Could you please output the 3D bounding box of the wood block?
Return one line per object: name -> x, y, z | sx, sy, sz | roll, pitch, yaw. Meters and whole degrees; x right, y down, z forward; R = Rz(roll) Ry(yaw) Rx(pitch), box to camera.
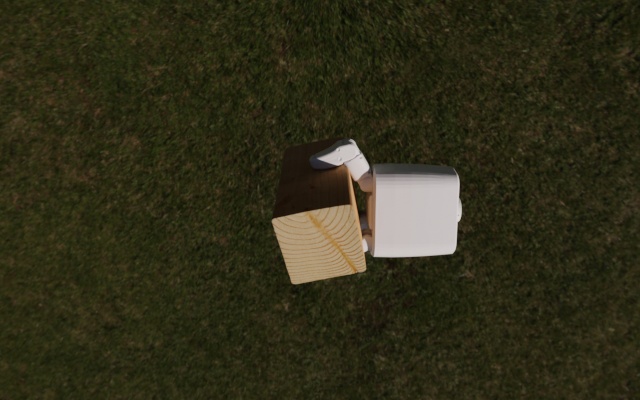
wood block -> 0.000, 0.002, 0.612 | 0.090, 0.091, 0.206 | -11, 27, 6
